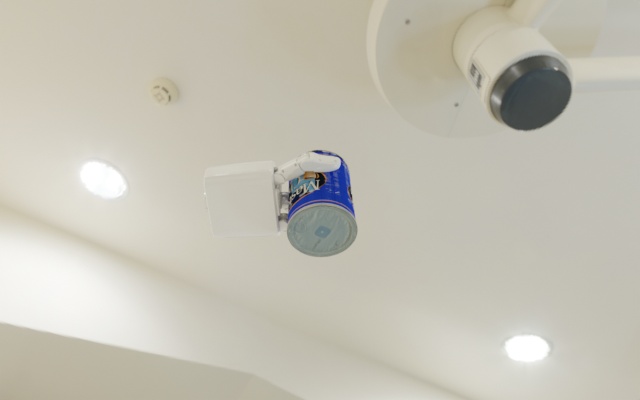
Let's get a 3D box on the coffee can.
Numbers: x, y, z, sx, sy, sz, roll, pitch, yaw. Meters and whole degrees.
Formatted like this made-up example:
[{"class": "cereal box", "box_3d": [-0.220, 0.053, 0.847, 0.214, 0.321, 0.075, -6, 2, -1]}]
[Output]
[{"class": "coffee can", "box_3d": [0.000, 0.002, 0.741, 0.103, 0.103, 0.140, 0, 39, -3]}]
